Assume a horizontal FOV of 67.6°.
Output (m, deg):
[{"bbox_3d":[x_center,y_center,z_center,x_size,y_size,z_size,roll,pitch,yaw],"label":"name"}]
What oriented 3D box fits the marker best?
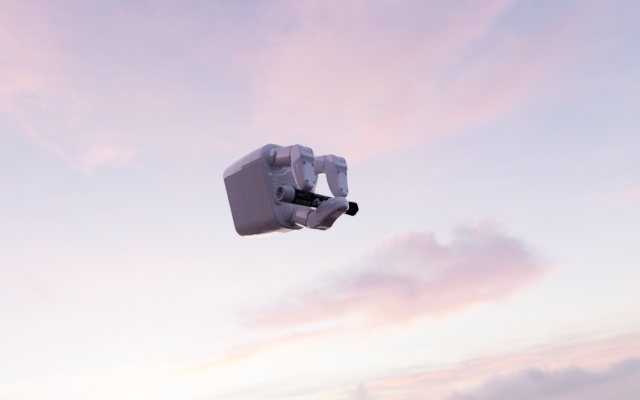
[{"bbox_3d":[0.000,0.002,0.569,0.121,0.020,0.020,12,-8,-39],"label":"marker"}]
